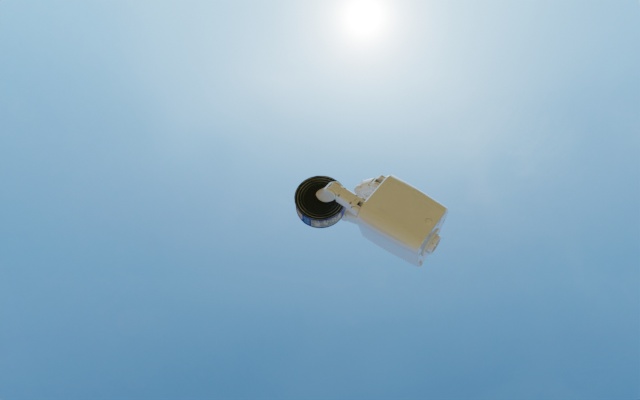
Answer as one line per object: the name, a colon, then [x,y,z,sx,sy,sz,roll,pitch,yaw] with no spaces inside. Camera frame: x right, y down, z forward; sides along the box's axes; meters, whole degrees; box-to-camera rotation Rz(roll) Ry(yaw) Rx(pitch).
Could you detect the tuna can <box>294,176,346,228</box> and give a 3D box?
tuna can: [0.000,0.003,0.796,0.086,0.086,0.034,0,-32,2]
